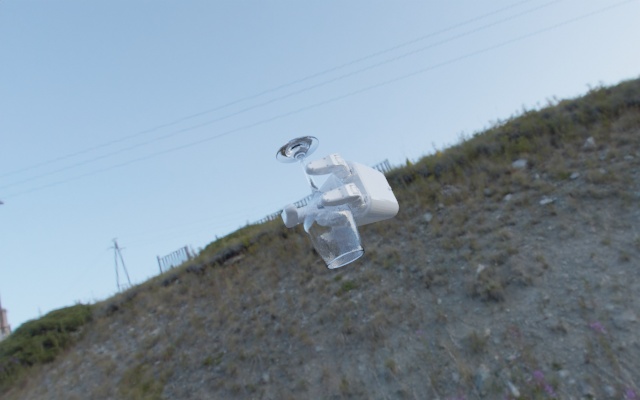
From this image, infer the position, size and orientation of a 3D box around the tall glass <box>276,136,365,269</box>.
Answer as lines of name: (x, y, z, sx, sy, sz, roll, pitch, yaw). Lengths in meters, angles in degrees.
tall glass: (0.000, 0.002, 0.738, 0.079, 0.201, 0.079, -20, -21, -8)
